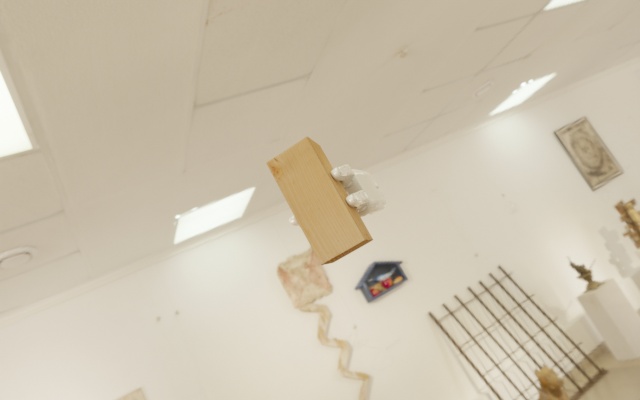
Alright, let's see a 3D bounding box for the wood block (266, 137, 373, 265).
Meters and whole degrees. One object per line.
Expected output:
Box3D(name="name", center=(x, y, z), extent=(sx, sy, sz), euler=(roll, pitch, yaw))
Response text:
Box3D(name="wood block", center=(0.000, 0.003, 0.858), extent=(0.091, 0.206, 0.090), euler=(-32, -12, 11))
